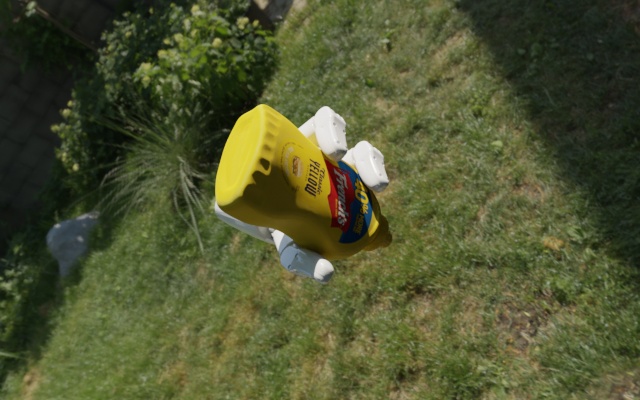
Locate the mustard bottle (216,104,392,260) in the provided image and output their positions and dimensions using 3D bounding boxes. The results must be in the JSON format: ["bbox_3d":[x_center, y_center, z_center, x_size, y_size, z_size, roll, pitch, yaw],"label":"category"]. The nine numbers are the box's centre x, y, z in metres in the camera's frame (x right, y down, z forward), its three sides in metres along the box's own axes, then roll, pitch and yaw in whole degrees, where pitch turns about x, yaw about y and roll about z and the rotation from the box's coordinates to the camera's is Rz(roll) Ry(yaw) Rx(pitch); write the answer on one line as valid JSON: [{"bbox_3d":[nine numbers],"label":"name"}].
[{"bbox_3d":[0.000,0.001,0.436,0.058,0.096,0.192,-21,-40,40],"label":"mustard bottle"}]
